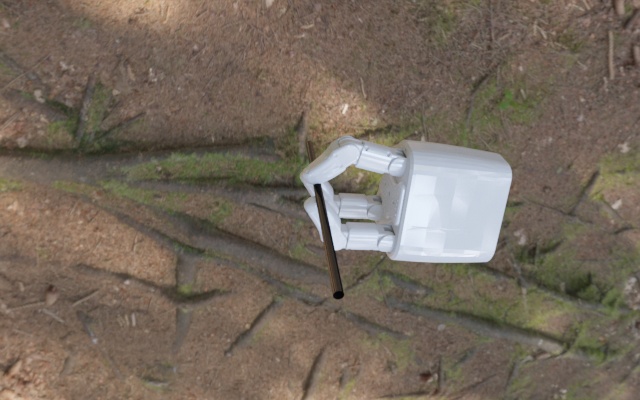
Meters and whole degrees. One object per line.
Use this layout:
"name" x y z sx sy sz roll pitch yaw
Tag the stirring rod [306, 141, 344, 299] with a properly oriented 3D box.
"stirring rod" 0.000 0.001 0.432 0.011 0.011 0.239 0 32 -7
